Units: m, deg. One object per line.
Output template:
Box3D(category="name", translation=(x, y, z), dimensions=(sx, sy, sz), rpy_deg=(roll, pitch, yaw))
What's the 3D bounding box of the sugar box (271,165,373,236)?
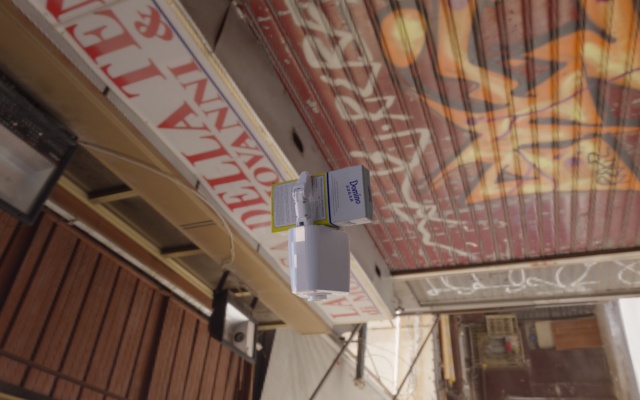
Box3D(category="sugar box", translation=(0.000, 0.003, 0.819), dimensions=(0.176, 0.093, 0.048), rpy_deg=(-9, -17, 22))
